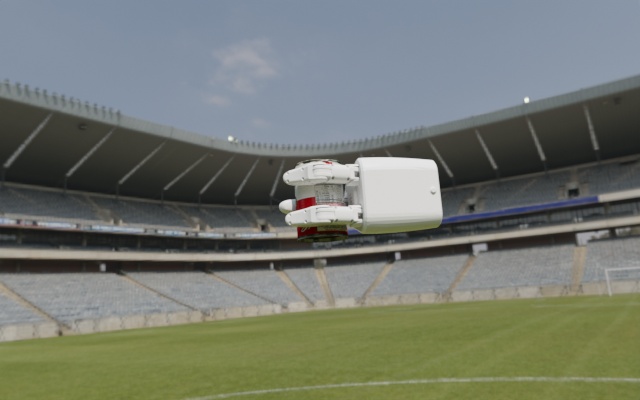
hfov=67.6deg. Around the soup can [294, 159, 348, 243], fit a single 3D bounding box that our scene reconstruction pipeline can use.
[{"bbox_3d":[0.000,0.002,0.641,0.068,0.102,0.068,-4,-11,-1],"label":"soup can"}]
